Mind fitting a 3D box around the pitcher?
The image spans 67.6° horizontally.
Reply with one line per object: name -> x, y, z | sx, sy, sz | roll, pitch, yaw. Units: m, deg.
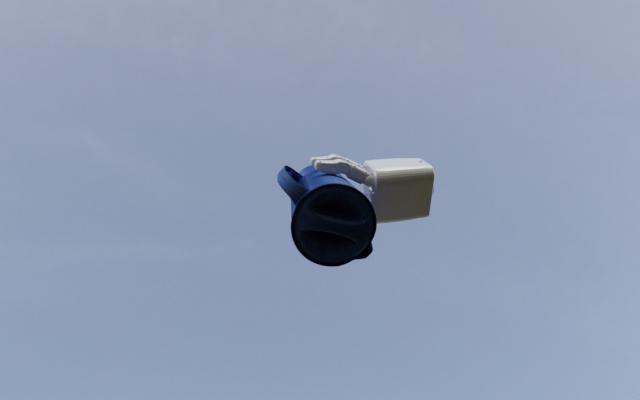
pitcher -> 0.000, 0.003, 0.833 | 0.145, 0.149, 0.242 | -5, 16, -6
